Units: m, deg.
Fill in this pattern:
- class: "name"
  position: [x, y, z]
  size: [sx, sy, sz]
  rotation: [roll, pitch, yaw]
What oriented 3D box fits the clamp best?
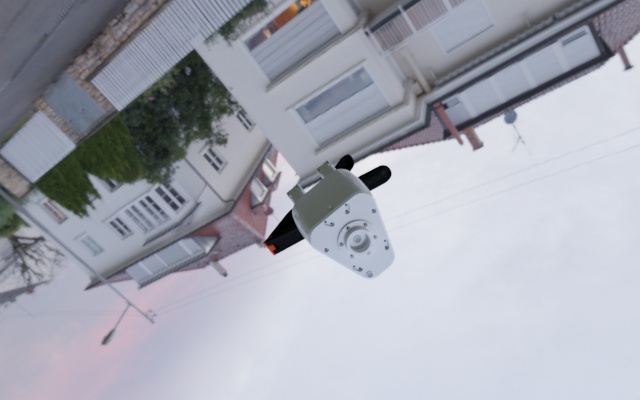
- class: "clamp"
  position: [0.000, 0.003, 0.731]
  size: [0.210, 0.036, 0.164]
  rotation: [-39, 18, 1]
